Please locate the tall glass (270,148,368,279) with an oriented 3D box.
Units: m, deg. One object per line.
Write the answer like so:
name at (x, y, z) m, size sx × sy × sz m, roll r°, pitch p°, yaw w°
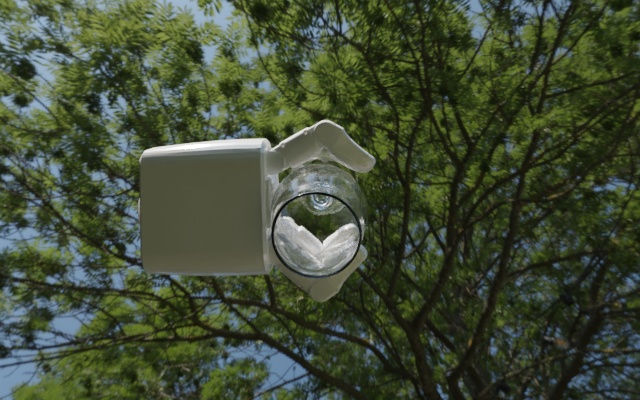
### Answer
tall glass at (0.000, 0.001, 0.419) m, size 0.079 × 0.079 × 0.201 m, roll 0°, pitch 13°, yaw 1°
